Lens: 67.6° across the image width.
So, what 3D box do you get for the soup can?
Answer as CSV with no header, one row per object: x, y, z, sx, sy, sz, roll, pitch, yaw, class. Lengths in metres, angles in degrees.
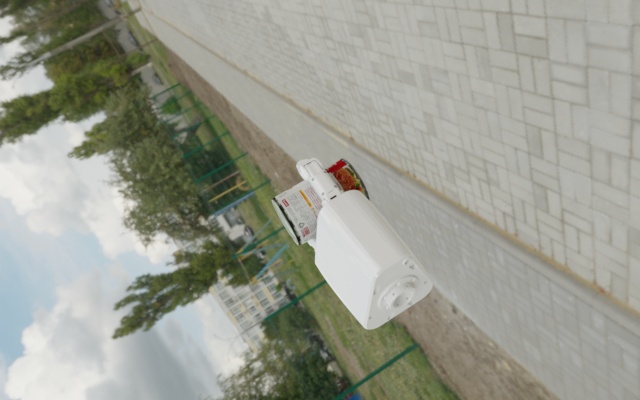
0.000,0.002,0.589,0.102,0.068,0.068,-30,6,-10,soup can
